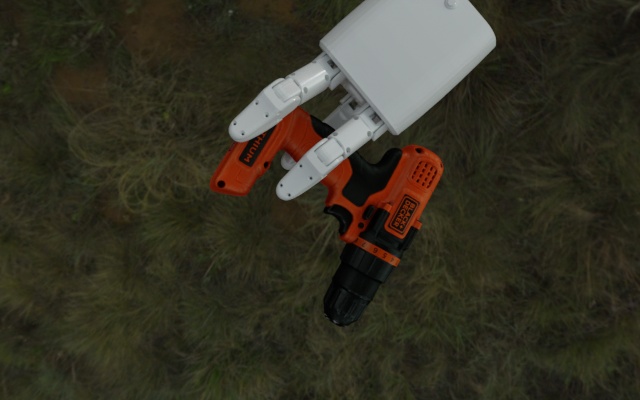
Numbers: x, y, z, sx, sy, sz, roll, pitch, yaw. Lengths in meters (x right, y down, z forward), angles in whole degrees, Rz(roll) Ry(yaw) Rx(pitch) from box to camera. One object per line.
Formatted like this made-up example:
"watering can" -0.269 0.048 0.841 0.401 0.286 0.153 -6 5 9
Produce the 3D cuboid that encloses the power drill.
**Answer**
"power drill" 0.000 0.001 0.432 0.188 0.184 0.057 30 -4 -17
